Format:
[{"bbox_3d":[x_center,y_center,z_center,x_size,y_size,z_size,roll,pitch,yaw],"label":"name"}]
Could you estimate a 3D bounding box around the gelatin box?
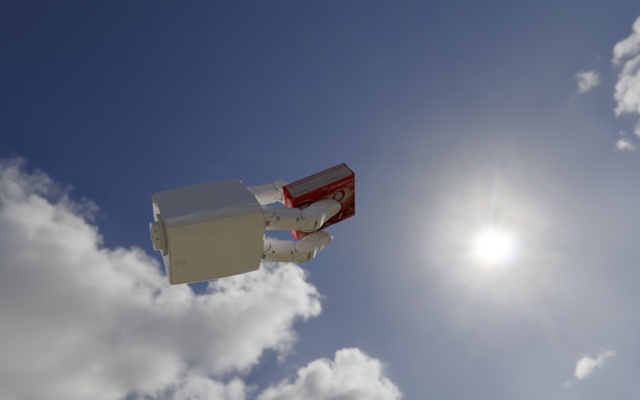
[{"bbox_3d":[0.000,0.002,0.599,0.089,0.073,0.030,-23,47,-18],"label":"gelatin box"}]
